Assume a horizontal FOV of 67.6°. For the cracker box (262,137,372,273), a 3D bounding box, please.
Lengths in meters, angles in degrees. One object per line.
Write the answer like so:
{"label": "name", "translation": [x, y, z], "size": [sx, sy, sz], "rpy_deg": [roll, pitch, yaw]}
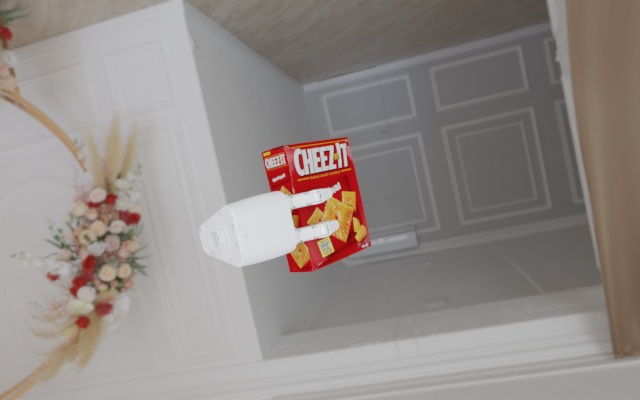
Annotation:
{"label": "cracker box", "translation": [0.000, 0.003, 0.849], "size": [0.072, 0.214, 0.164], "rpy_deg": [-10, 4, 45]}
